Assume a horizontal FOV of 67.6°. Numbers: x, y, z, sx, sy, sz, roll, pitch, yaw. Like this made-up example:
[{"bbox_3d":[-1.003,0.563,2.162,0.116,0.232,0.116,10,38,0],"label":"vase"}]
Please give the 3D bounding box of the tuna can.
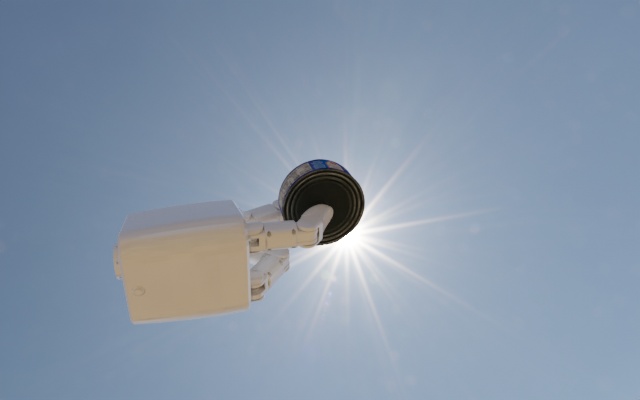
[{"bbox_3d":[0.000,0.001,0.494,0.086,0.086,0.033,0,25,-15],"label":"tuna can"}]
